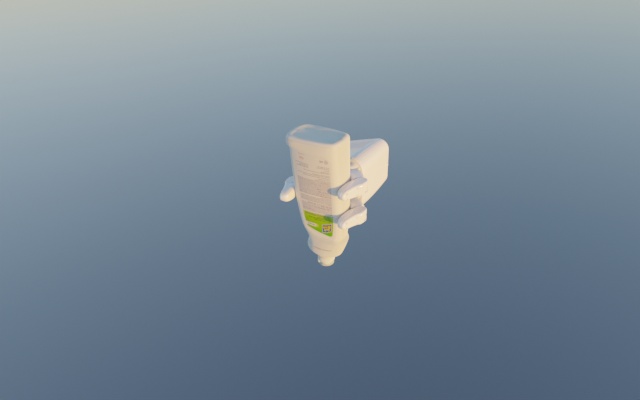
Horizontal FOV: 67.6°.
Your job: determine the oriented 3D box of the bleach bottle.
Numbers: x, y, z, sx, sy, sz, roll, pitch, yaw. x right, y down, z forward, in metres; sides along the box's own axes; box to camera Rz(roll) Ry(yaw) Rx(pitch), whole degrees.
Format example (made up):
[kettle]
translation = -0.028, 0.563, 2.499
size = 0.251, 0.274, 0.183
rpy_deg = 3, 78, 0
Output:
[bleach bottle]
translation = 0.000, 0.003, 0.813
size = 0.102, 0.251, 0.068
rpy_deg = 17, 37, 27
